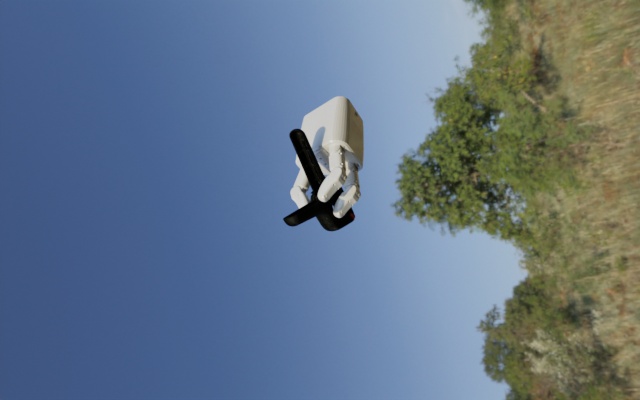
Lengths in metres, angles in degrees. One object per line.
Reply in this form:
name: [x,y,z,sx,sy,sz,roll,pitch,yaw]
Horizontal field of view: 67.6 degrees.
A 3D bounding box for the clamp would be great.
clamp: [0.000,0.003,0.797,0.036,0.164,0.210,-10,-34,27]
